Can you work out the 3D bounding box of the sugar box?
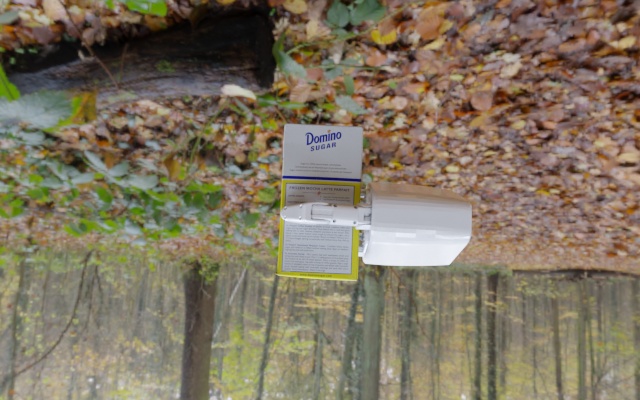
[{"bbox_3d":[0.000,0.002,0.557,0.093,0.176,0.048,3,-8,1],"label":"sugar box"}]
